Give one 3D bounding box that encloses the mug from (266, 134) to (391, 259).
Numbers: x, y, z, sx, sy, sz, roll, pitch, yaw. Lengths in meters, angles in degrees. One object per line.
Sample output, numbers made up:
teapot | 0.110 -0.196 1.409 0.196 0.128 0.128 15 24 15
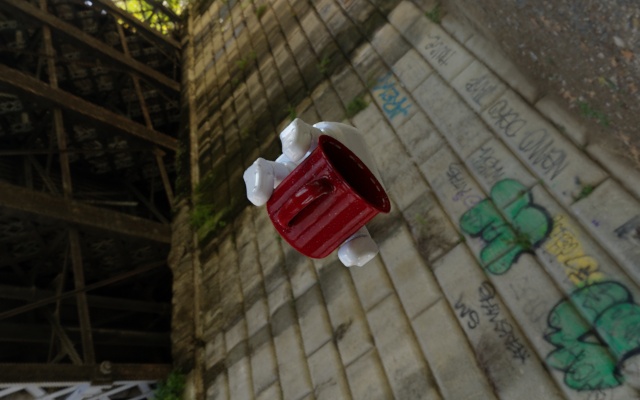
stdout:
mug | -0.001 0.002 0.432 0.081 0.093 0.117 -42 -9 20
